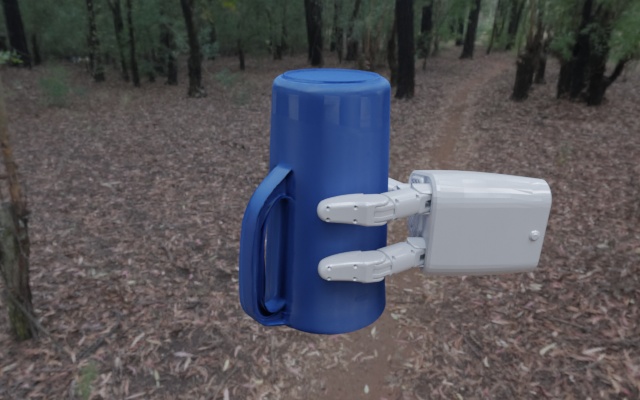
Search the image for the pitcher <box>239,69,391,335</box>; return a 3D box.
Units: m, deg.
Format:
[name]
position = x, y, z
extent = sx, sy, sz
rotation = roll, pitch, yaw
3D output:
[pitcher]
position = 0.000, 0.002, 0.469
extent = 0.145, 0.243, 0.149
rotation = 1, 22, 0
